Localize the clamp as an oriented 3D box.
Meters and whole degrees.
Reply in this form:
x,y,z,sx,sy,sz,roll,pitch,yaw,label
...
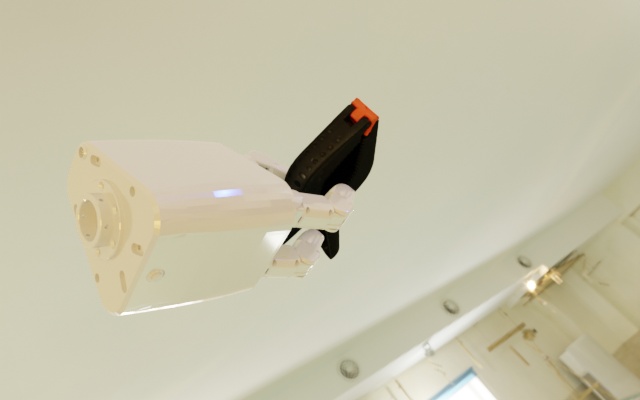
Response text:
x,y,z,sx,sy,sz,roll,pitch,yaw,label
0.000,0.001,0.449,0.164,0.210,0.036,-7,47,-51,clamp
